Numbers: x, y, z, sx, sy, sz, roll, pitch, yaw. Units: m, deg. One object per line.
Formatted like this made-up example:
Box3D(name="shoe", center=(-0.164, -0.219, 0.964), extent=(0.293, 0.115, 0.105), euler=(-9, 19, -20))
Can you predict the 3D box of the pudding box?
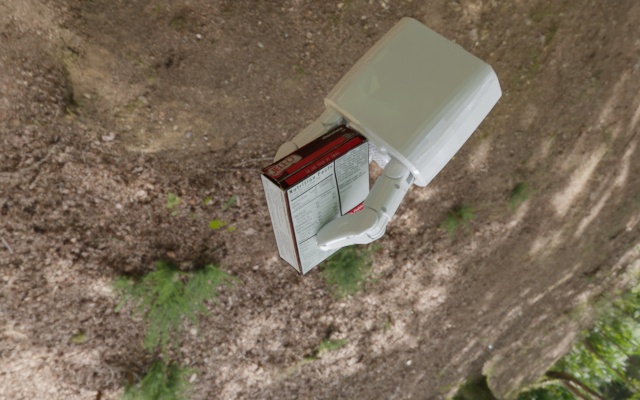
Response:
Box3D(name="pudding box", center=(0.000, 0.001, 0.421), extent=(0.090, 0.114, 0.039), euler=(-32, 47, -24))
